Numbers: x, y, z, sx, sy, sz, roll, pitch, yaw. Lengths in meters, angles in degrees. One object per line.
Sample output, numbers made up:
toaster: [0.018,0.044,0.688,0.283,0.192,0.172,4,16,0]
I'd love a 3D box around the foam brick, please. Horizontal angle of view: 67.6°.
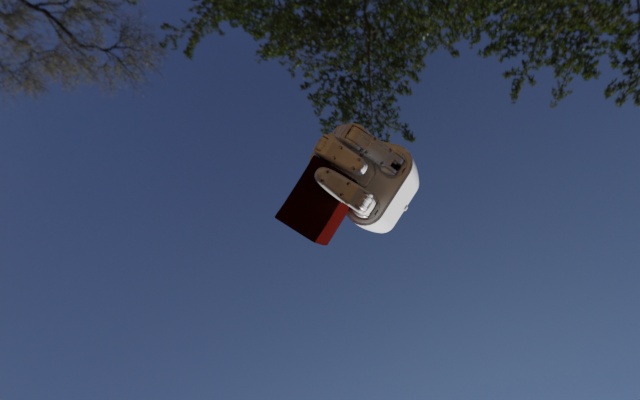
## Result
foam brick: [0.000,0.002,0.504,0.053,0.078,0.051,33,1,17]
